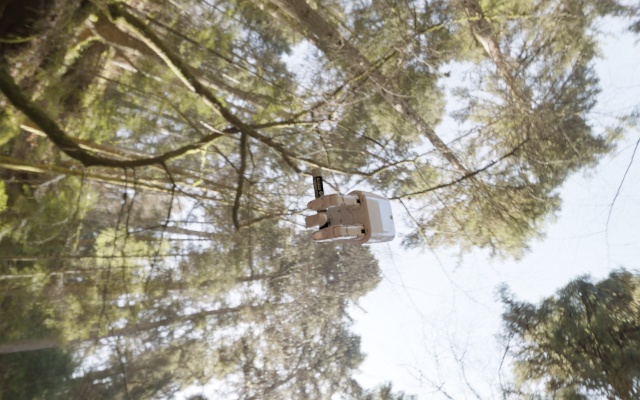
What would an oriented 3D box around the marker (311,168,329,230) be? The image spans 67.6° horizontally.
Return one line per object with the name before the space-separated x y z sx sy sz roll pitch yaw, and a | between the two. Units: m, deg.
marker | 0.000 0.003 0.844 0.020 0.121 0.020 -7 -11 -1
